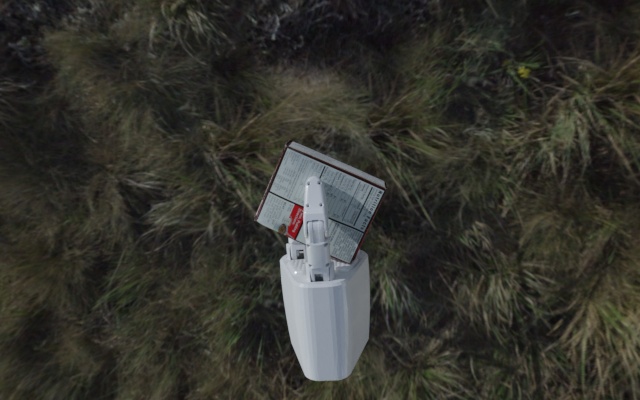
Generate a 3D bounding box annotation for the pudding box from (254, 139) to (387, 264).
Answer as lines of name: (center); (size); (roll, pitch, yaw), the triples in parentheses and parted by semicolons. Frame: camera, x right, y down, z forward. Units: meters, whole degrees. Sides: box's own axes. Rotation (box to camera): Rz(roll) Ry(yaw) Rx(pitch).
pudding box: (0.000, 0.002, 0.490); (0.113, 0.090, 0.039); (24, 14, -3)
